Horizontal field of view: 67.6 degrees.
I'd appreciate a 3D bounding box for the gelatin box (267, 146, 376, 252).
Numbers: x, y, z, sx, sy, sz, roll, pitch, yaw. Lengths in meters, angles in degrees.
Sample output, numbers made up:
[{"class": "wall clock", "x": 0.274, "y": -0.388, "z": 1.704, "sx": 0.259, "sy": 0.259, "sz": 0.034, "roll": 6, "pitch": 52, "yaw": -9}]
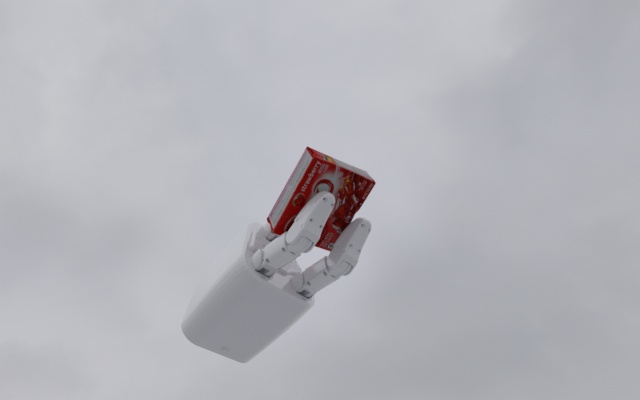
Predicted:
[{"class": "gelatin box", "x": 0.000, "y": 0.001, "z": 0.468, "sx": 0.073, "sy": 0.089, "sz": 0.030, "roll": 21, "pitch": 20, "yaw": -28}]
